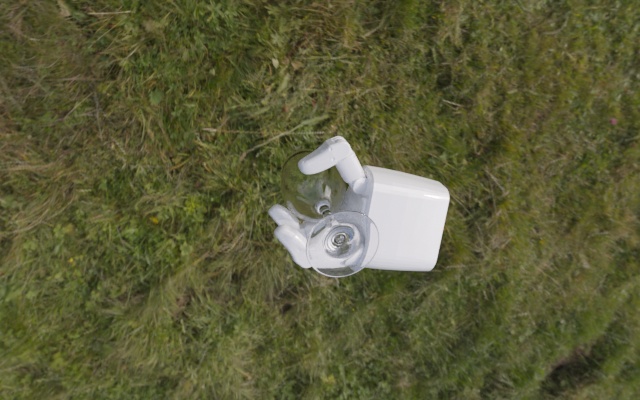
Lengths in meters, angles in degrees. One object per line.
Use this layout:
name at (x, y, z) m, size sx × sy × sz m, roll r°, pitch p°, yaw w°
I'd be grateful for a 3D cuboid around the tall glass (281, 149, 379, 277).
tall glass at (0.000, 0.002, 0.549) m, size 0.079 × 0.079 × 0.201 m, roll 0°, pitch 25°, yaw -15°
